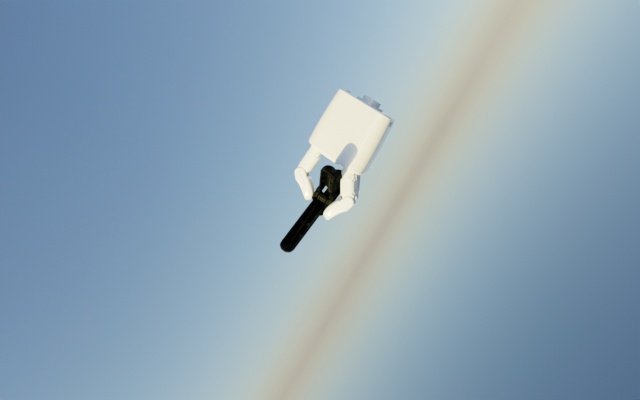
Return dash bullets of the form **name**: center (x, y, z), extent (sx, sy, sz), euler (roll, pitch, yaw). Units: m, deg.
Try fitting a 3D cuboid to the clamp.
- **clamp**: center (0.000, 0.002, 0.833), extent (0.036, 0.164, 0.210), euler (34, 15, 7)
